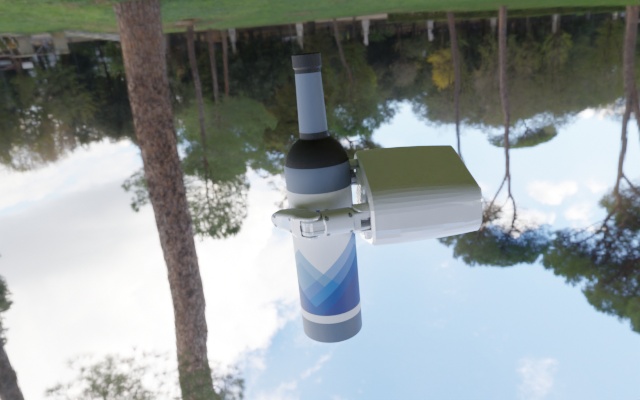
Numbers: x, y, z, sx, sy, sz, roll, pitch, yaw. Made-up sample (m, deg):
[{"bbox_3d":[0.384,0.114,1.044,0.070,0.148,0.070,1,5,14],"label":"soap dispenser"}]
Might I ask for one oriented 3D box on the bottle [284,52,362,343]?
[{"bbox_3d":[0.000,0.002,0.493,0.069,0.296,0.069,-5,18,2],"label":"bottle"}]
